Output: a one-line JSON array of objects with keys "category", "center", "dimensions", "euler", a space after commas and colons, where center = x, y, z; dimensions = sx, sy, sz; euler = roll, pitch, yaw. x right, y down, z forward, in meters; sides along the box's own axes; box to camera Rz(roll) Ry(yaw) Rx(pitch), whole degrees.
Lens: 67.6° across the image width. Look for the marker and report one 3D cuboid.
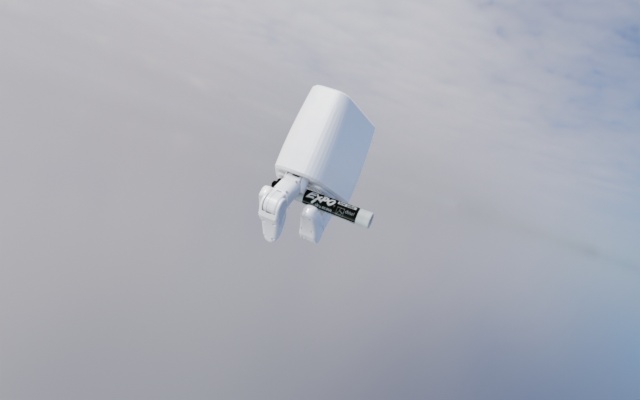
[{"category": "marker", "center": [0.000, 0.002, 0.532], "dimensions": [0.121, 0.020, 0.020], "euler": [21, 5, 15]}]
